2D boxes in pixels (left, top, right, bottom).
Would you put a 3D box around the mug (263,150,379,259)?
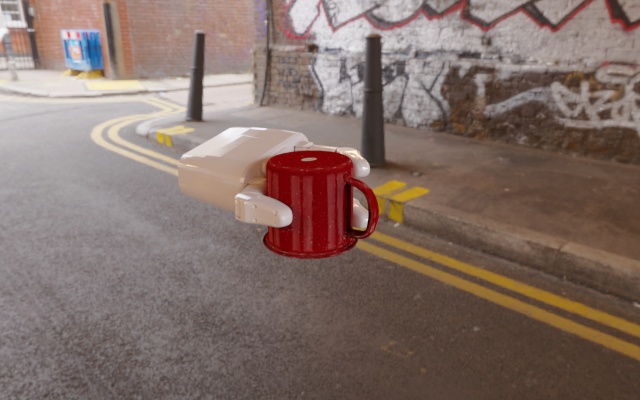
[{"bbox_3d":[0.001,0.002,0.447,0.117,0.081,0.093,12,22,32],"label":"mug"}]
